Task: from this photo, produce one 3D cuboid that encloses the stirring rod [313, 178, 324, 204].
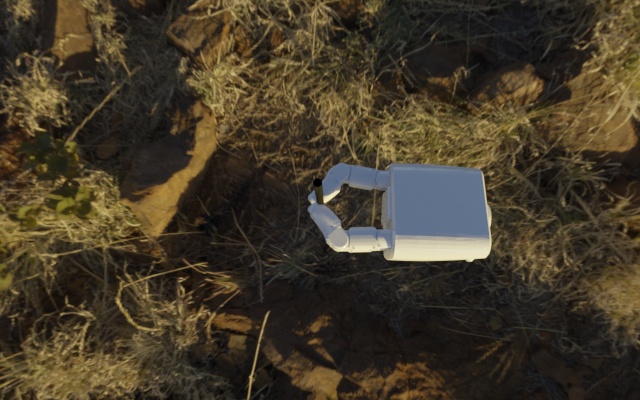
[{"bbox_3d":[0.000,0.002,0.534,0.011,0.011,0.239,0,-8,1],"label":"stirring rod"}]
